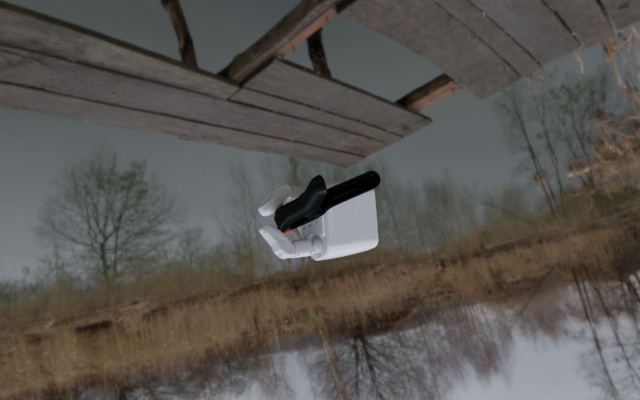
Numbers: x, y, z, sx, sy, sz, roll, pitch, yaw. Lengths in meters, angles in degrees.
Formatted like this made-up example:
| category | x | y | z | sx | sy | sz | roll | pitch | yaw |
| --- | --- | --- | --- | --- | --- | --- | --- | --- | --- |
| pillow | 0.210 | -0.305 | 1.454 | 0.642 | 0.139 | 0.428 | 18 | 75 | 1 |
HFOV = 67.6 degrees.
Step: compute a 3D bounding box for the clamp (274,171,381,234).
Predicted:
| category | x | y | z | sx | sy | sz | roll | pitch | yaw |
| --- | --- | --- | --- | --- | --- | --- | --- | --- | --- |
| clamp | 0.000 | 0.003 | 0.658 | 0.120 | 0.039 | 0.171 | -4 | -18 | -35 |
